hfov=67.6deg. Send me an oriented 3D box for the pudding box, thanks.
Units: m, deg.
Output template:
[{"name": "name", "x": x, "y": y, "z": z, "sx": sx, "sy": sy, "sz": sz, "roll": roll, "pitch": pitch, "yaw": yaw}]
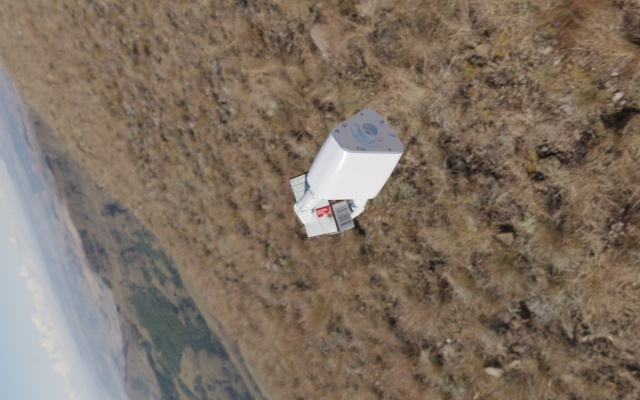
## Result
[{"name": "pudding box", "x": 0.000, "y": 0.003, "z": 0.798, "sx": 0.039, "sy": 0.113, "sz": 0.090, "roll": -17, "pitch": 1, "yaw": -37}]
